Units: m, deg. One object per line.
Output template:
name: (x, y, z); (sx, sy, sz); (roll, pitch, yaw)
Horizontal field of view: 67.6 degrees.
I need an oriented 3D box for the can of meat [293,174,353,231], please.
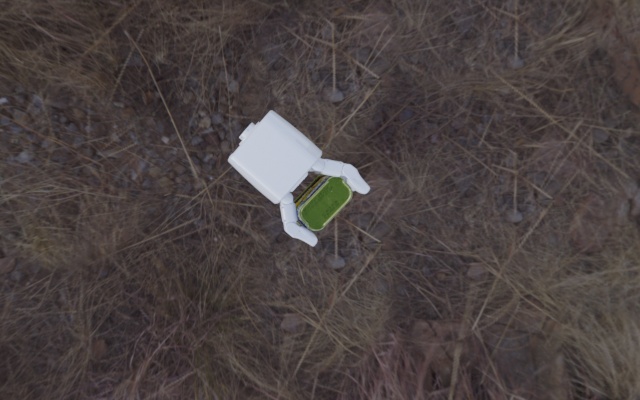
can of meat: (0.000, 0.003, 0.806); (0.057, 0.102, 0.084); (45, -7, -10)
